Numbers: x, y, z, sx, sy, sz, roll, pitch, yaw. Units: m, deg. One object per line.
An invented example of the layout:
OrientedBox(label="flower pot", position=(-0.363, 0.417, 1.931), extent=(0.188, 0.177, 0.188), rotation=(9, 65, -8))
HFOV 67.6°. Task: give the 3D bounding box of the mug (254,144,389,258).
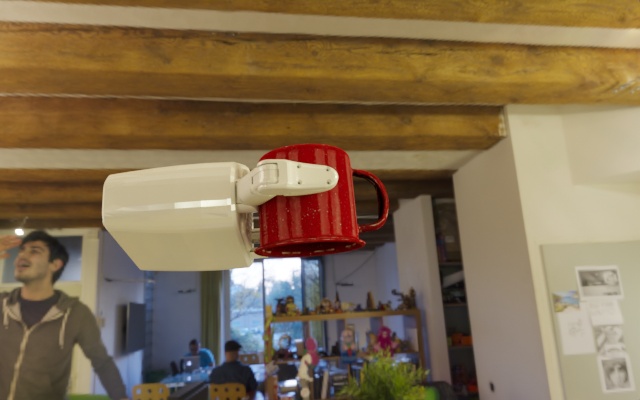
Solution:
OrientedBox(label="mug", position=(0.001, 0.001, 0.409), extent=(0.117, 0.081, 0.093), rotation=(-4, -13, -3))
